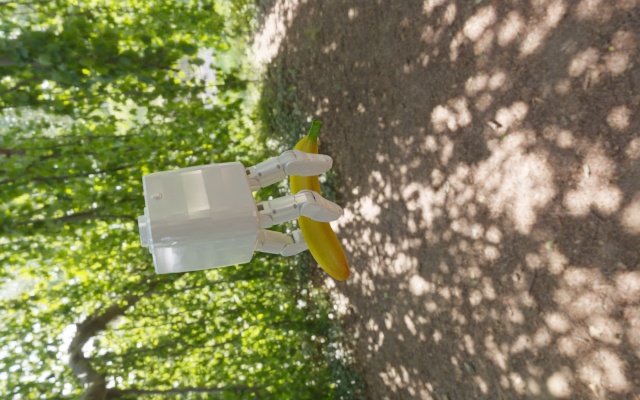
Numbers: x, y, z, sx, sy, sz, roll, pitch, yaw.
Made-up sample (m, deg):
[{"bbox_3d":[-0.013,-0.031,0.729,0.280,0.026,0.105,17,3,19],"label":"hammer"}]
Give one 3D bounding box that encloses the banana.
[{"bbox_3d":[-0.007,0.005,0.574,0.037,0.197,0.070,-4,-19,-23],"label":"banana"}]
